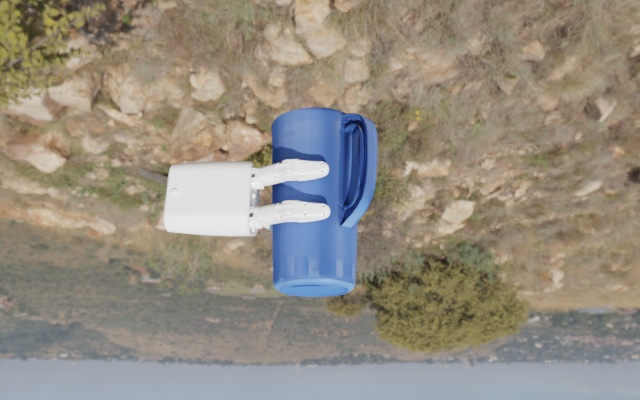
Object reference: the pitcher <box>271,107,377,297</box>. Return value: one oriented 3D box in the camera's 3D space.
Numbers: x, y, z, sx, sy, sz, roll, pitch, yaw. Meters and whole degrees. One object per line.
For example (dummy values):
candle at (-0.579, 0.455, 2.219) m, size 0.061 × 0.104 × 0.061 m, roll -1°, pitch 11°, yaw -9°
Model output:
pitcher at (0.000, 0.002, 0.653) m, size 0.145 × 0.242 × 0.149 m, roll 0°, pitch -19°, yaw 0°
